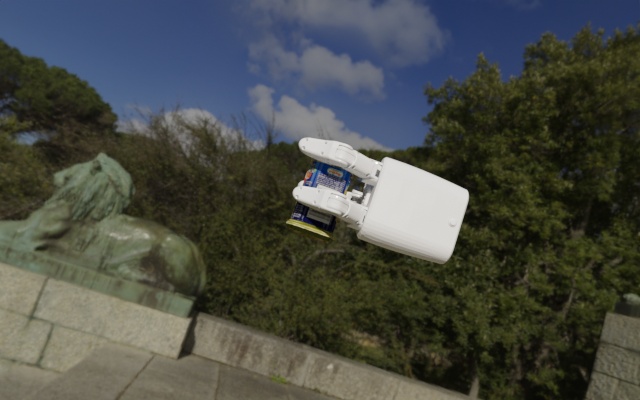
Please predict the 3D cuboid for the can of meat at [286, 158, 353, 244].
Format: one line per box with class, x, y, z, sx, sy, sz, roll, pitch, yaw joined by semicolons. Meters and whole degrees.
can of meat;0.000;0.002;0.577;0.057;0.084;0.102;19;-9;1
